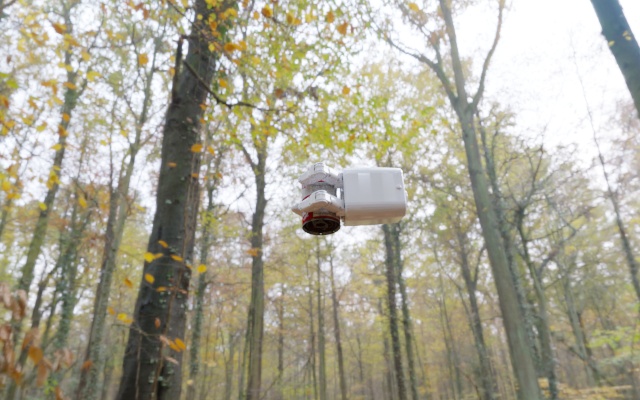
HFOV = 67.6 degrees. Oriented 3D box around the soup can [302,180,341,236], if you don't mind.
[{"bbox_3d":[0.000,0.003,0.854,0.068,0.102,0.068,-2,-28,-1],"label":"soup can"}]
